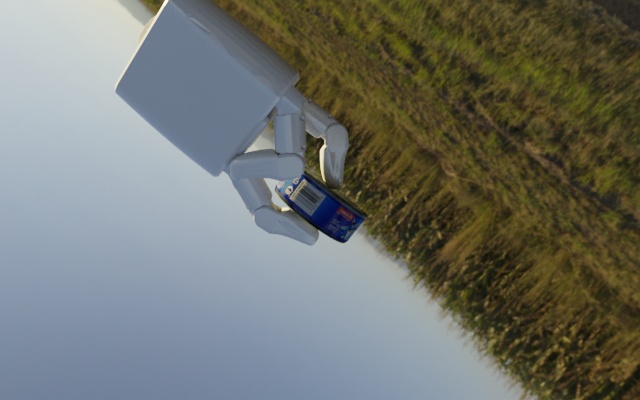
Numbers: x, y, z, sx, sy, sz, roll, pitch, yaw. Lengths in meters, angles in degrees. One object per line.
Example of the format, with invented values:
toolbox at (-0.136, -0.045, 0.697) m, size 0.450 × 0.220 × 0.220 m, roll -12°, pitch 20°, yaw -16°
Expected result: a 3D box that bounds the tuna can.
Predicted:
tuna can at (0.000, 0.002, 0.442) m, size 0.086 × 0.034 × 0.086 m, roll 37°, pitch 5°, yaw -4°
